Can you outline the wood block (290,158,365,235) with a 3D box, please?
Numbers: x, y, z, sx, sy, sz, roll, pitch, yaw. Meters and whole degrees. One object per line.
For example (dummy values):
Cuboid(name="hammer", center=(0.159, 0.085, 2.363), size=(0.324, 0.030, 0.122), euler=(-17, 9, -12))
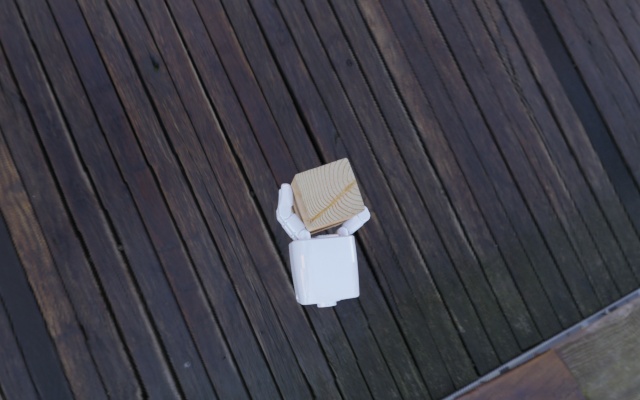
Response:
Cuboid(name="wood block", center=(0.001, 0.003, 0.835), size=(0.091, 0.090, 0.206), euler=(-18, -5, -11))
